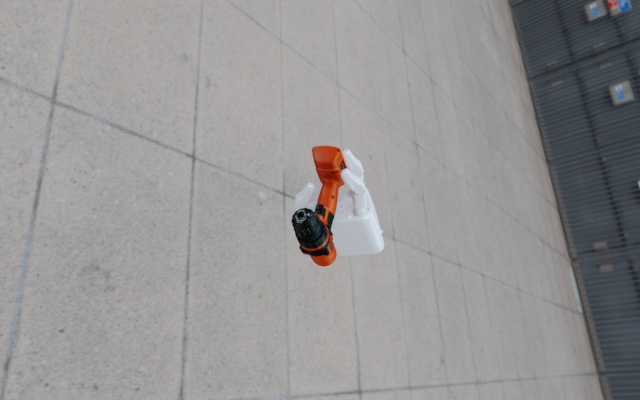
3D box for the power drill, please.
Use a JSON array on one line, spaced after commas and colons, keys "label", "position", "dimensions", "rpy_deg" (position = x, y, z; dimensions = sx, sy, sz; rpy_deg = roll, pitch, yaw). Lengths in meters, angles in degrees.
[{"label": "power drill", "position": [0.000, 0.002, 0.821], "dimensions": [0.057, 0.187, 0.184], "rpy_deg": [5, -25, 14]}]
